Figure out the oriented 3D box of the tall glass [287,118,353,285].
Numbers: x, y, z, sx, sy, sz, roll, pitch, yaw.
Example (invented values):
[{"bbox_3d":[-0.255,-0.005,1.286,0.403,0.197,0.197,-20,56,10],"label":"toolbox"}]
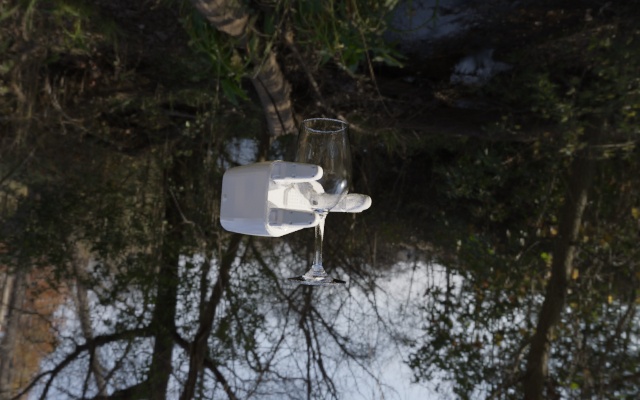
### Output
[{"bbox_3d":[0.000,0.003,0.602,0.079,0.201,0.079,3,-4,0],"label":"tall glass"}]
